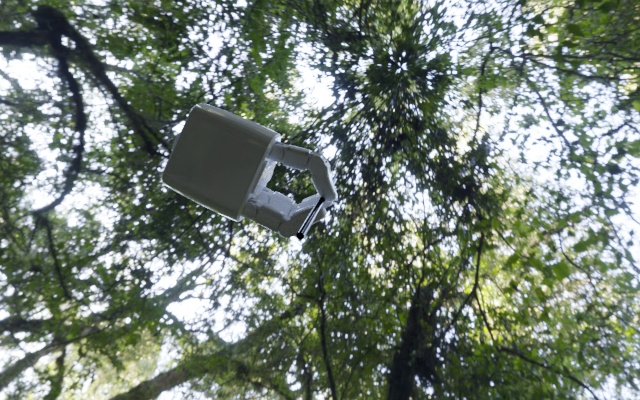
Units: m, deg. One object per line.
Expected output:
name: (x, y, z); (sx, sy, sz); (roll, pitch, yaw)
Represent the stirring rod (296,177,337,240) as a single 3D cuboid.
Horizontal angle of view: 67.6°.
stirring rod: (0.000, 0.002, 0.566); (0.011, 0.011, 0.239); (0, 15, 10)
